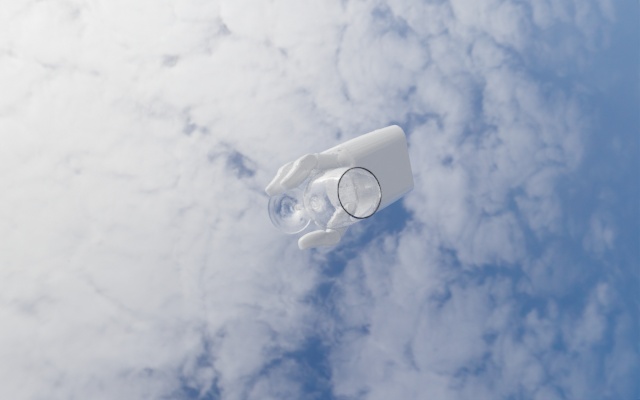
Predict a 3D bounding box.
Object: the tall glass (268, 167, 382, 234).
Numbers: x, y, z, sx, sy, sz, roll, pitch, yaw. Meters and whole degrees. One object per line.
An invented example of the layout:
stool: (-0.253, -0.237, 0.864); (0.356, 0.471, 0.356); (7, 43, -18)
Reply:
tall glass: (0.000, 0.002, 0.643); (0.079, 0.079, 0.201); (0, -6, -28)
